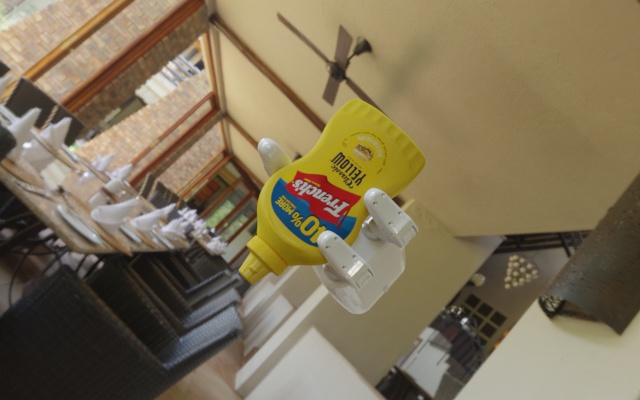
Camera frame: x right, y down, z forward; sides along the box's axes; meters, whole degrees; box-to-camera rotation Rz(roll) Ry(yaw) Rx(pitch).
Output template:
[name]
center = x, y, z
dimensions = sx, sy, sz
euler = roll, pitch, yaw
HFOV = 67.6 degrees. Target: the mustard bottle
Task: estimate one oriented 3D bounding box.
[mustard bottle]
center = 0.000, 0.001, 0.438
dimensions = 0.096, 0.191, 0.058
euler = 43, -11, 7
